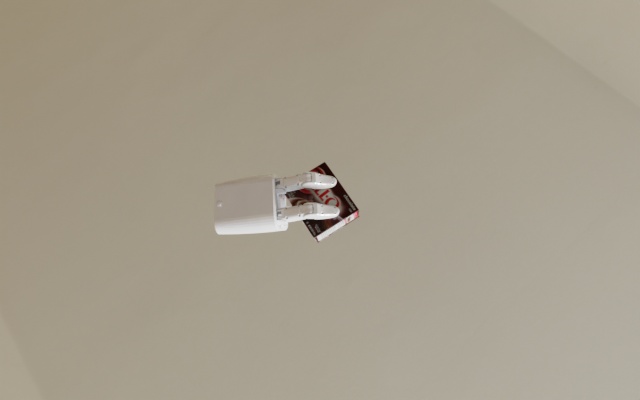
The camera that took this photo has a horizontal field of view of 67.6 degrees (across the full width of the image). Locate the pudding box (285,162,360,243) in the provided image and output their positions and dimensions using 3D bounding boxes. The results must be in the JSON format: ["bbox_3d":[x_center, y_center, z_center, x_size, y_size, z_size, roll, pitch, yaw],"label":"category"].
[{"bbox_3d":[0.000,0.003,0.818,0.090,0.113,0.039,-32,-20,-5],"label":"pudding box"}]
